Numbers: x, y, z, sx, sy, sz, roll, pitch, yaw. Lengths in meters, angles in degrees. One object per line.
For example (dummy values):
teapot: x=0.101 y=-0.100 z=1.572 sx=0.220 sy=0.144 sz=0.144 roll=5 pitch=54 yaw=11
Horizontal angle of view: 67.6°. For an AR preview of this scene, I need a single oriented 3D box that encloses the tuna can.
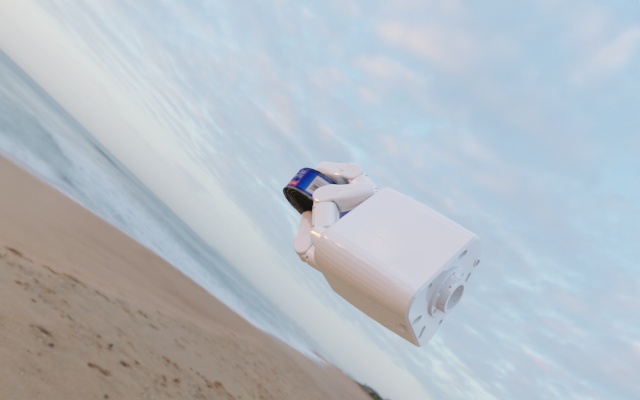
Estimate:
tuna can: x=0.000 y=0.001 z=0.549 sx=0.086 sy=0.033 sz=0.086 roll=35 pitch=-17 yaw=12
